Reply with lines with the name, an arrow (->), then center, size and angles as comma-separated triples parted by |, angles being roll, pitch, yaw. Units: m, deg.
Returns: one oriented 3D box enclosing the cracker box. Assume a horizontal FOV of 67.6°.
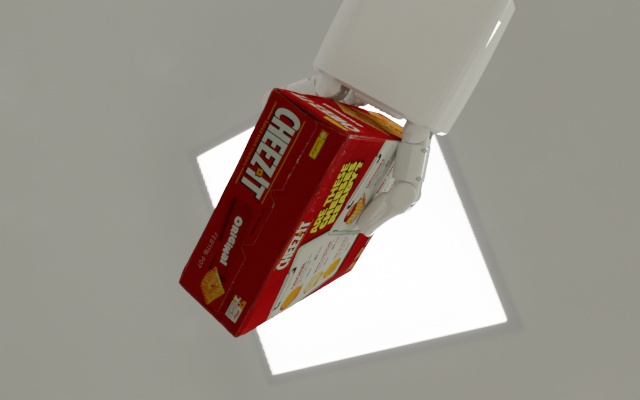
cracker box -> 0.000, 0.001, 0.407 | 0.072, 0.164, 0.213 | 35, 19, 19
